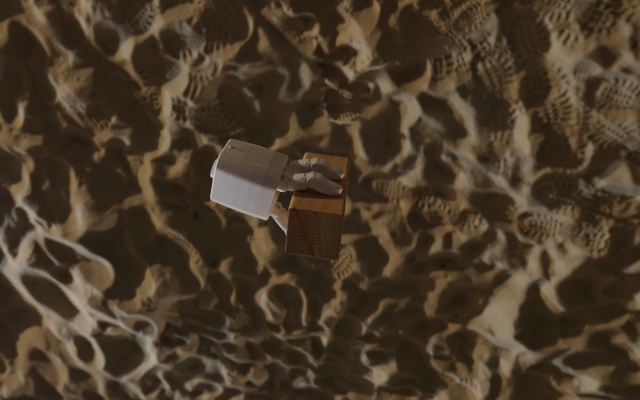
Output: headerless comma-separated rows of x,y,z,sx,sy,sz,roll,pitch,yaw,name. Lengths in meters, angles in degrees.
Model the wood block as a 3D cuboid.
0.000,0.003,0.841,0.090,0.091,0.206,8,31,2,wood block
